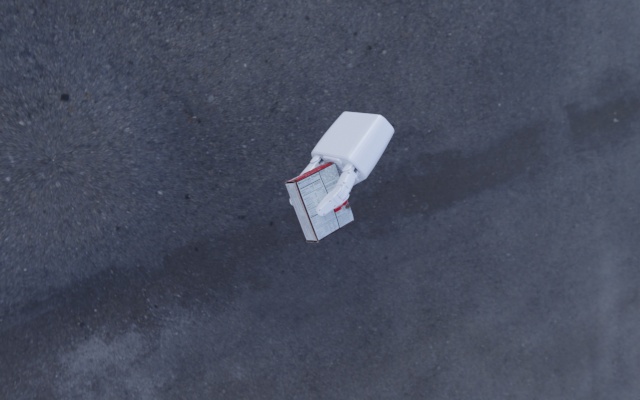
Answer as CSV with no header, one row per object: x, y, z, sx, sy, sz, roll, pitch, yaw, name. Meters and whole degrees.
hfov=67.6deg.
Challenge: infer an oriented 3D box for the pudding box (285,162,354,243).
0.000,0.003,0.810,0.090,0.113,0.039,-28,14,-31,pudding box
